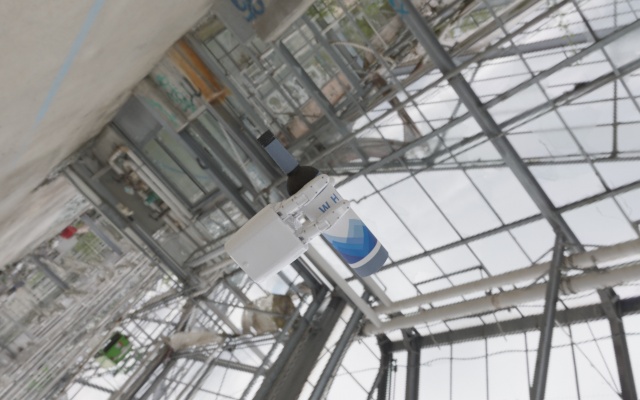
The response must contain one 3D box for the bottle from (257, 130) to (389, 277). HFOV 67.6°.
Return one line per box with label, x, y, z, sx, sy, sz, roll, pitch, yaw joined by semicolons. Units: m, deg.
bottle;0.000;0.003;0.803;0.069;0.296;0.069;-38;14;11
